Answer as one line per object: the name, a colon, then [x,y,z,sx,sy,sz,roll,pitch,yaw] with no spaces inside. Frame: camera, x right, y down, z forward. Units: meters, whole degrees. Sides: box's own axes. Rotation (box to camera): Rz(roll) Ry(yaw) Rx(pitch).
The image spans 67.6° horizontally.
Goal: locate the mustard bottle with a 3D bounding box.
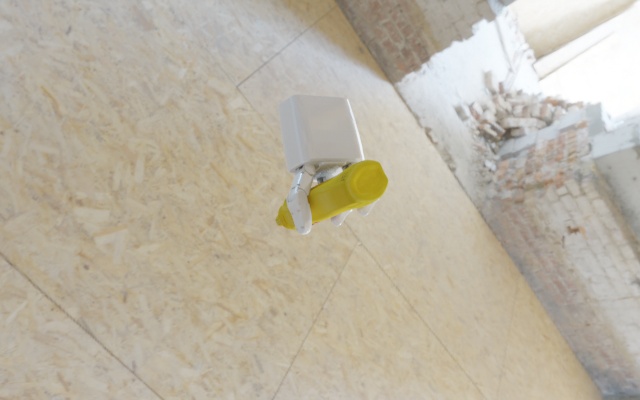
mustard bottle: [0.000,0.003,0.695,0.192,0.058,0.096,-24,6,41]
